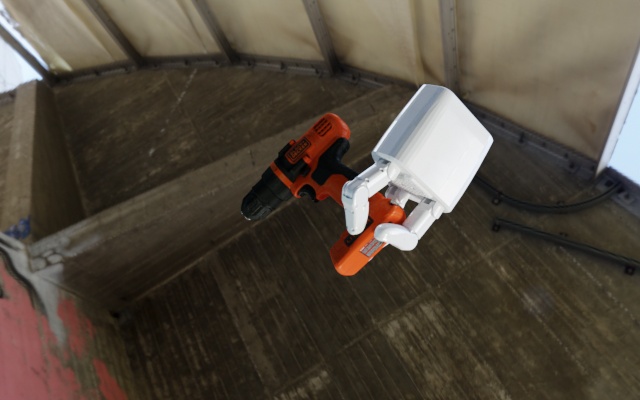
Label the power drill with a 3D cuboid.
[{"bbox_3d":[0.001,0.002,0.604,0.187,0.184,0.057,49,9,30],"label":"power drill"}]
